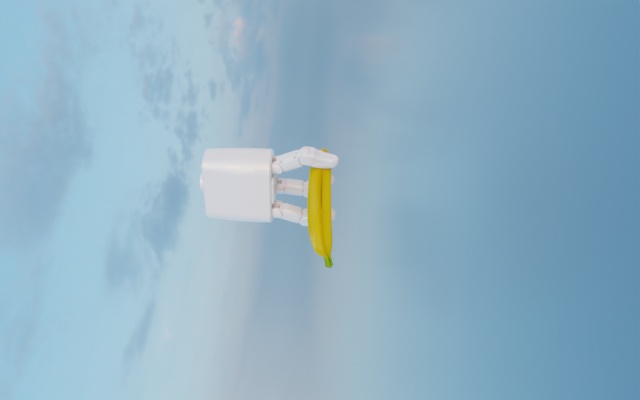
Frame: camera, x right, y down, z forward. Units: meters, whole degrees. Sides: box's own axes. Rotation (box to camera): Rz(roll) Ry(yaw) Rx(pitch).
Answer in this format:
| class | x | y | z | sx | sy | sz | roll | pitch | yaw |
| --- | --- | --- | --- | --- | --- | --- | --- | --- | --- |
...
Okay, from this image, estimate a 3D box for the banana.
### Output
| class | x | y | z | sx | sy | sz | roll | pitch | yaw |
| --- | --- | --- | --- | --- | --- | --- | --- | --- | --- |
| banana | -0.001 | -0.001 | 0.732 | 0.037 | 0.197 | 0.070 | -1 | -20 | 2 |
